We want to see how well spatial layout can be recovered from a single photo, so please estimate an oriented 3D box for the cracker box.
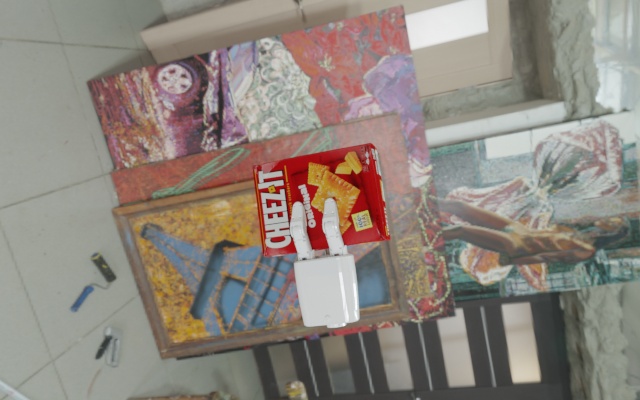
[{"bbox_3d":[0.000,0.003,0.816,0.214,0.164,0.072,-9,-7,14],"label":"cracker box"}]
